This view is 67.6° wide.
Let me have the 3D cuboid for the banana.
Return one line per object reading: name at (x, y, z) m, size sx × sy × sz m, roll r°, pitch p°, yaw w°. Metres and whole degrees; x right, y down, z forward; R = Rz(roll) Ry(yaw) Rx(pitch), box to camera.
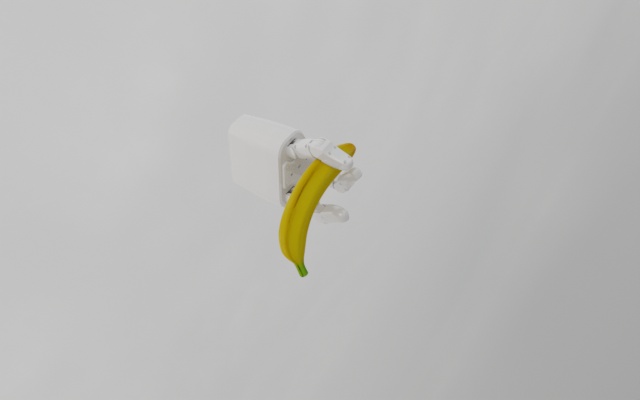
banana at (-0.010, -0.002, 0.634) m, size 0.037 × 0.197 × 0.070 m, roll 15°, pitch -14°, yaw 35°
